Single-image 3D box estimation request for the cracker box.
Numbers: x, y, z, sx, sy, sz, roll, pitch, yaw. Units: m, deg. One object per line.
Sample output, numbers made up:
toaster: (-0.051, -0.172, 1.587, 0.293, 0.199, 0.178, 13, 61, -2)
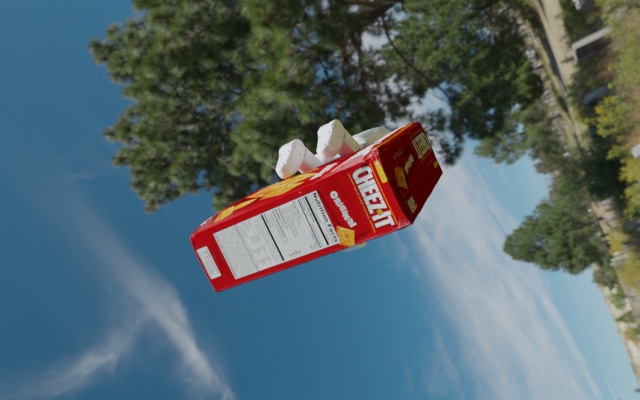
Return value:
cracker box: (0.000, 0.002, 0.481, 0.214, 0.072, 0.164, -23, 8, 27)
